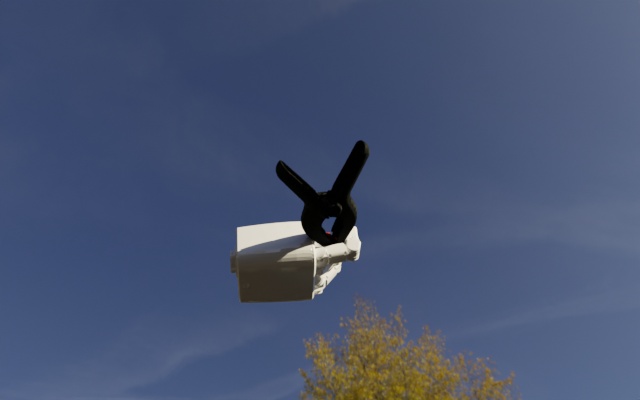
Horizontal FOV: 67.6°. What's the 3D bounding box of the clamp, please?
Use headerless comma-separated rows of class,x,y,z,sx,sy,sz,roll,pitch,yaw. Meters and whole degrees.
clamp,0.000,0.002,0.633,0.120,0.172,0.039,-4,35,-11
